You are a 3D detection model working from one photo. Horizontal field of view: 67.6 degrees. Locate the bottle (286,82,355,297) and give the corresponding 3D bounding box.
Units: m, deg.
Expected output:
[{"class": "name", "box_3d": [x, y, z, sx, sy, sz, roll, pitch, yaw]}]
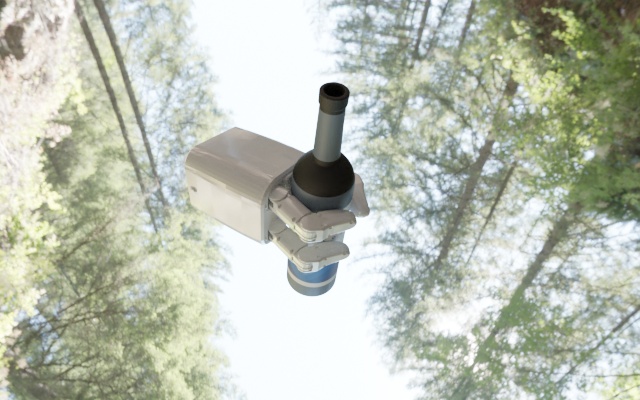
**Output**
[{"class": "bottle", "box_3d": [0.000, 0.002, 0.526, 0.069, 0.069, 0.296, 0, -42, -6]}]
